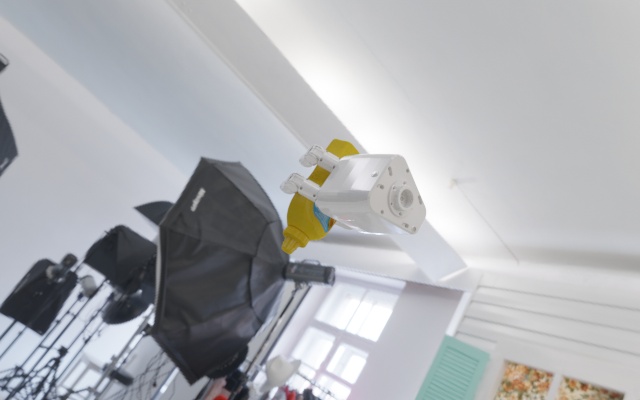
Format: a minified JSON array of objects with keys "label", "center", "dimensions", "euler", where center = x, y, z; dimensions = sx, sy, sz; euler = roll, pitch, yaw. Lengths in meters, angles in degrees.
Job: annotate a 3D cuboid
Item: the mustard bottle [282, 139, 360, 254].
[{"label":"mustard bottle","center":[0.000,0.002,0.744],"dimensions":[0.058,0.191,0.096],"euler":[19,-26,33]}]
